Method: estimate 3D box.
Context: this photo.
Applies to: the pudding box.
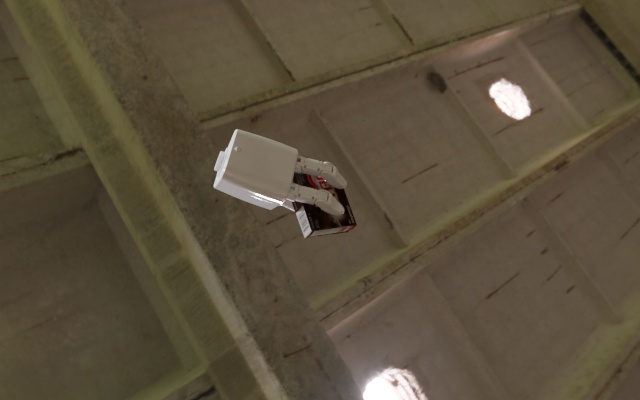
[{"bbox_3d":[0.000,0.003,0.802,0.090,0.113,0.039,-7,-21,-31],"label":"pudding box"}]
